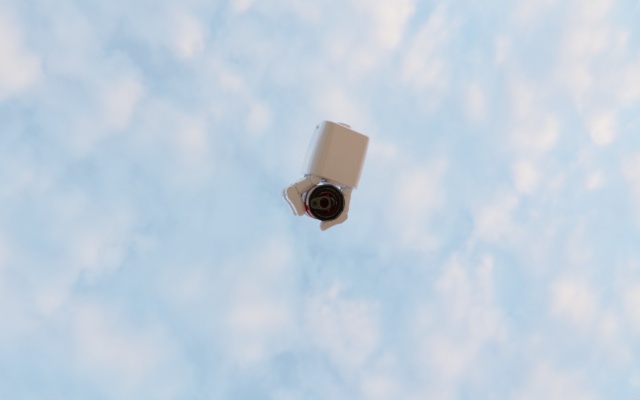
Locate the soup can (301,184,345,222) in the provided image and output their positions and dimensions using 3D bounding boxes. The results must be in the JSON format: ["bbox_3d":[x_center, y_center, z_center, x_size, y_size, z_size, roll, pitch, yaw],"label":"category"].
[{"bbox_3d":[0.000,0.003,0.897,0.068,0.068,0.102,0,1,-13],"label":"soup can"}]
